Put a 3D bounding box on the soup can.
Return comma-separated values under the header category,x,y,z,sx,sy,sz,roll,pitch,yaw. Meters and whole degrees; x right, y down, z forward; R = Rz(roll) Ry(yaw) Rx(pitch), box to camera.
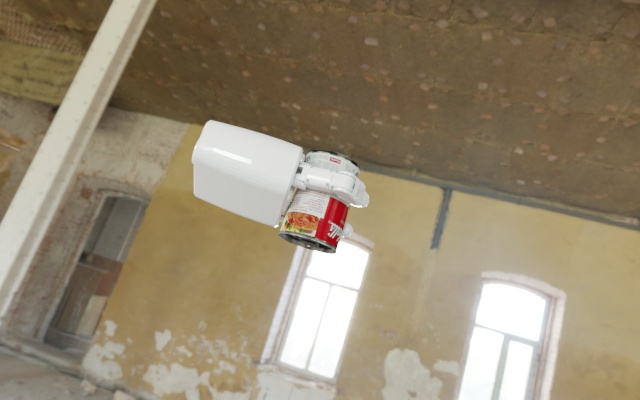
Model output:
category,x,y,z,sx,sy,sz,roll,pitch,yaw
soup can,0.001,0.002,0.542,0.068,0.102,0.068,17,-15,5
